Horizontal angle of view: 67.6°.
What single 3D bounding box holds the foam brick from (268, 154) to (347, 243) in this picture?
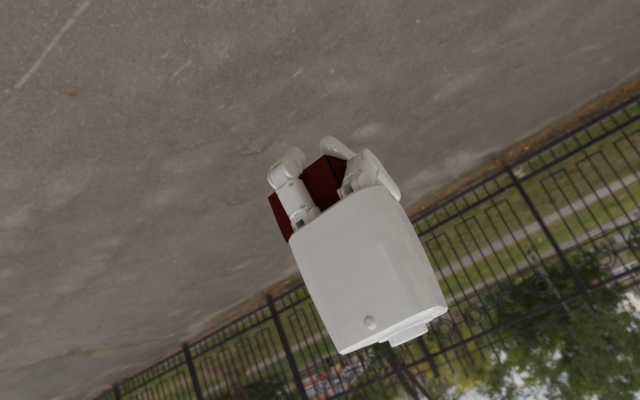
[{"bbox_3d":[0.000,0.002,0.450,0.078,0.051,0.053,-35,-23,28],"label":"foam brick"}]
